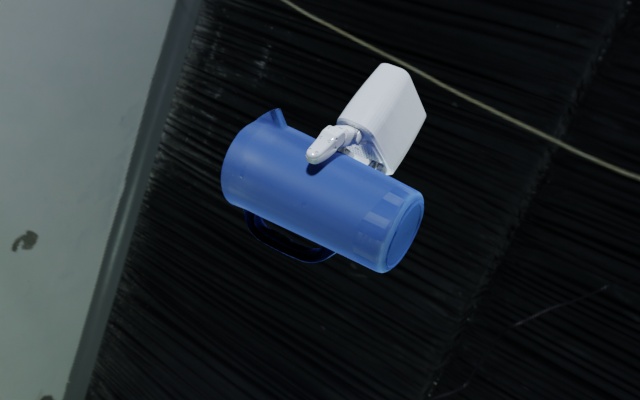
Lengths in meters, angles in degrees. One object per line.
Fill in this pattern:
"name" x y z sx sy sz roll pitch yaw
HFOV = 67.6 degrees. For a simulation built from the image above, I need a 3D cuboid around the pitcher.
"pitcher" 0.000 0.002 0.618 0.243 0.145 0.149 27 -19 25
